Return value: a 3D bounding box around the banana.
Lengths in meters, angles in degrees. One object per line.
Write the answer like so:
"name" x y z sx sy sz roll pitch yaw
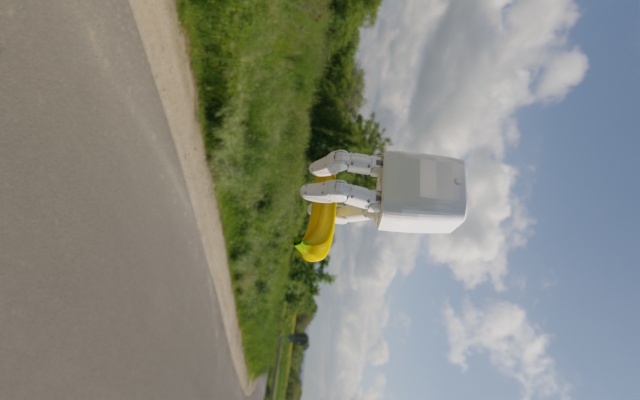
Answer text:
"banana" 0.000 0.019 0.635 0.037 0.070 0.197 3 35 8
